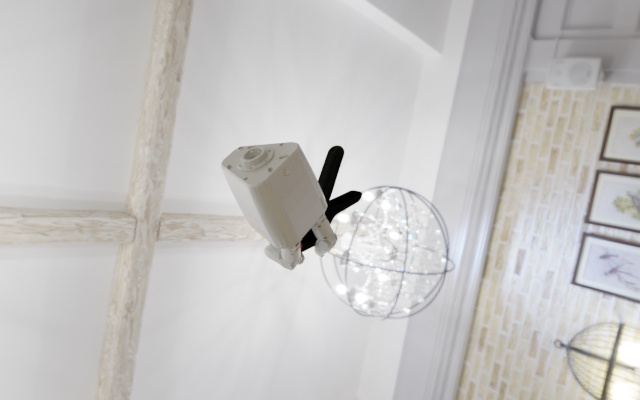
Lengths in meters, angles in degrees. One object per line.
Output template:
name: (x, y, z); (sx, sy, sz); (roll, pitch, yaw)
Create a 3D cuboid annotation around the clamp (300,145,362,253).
clamp: (0.000, 0.002, 0.713); (0.039, 0.120, 0.171); (13, 49, 39)
